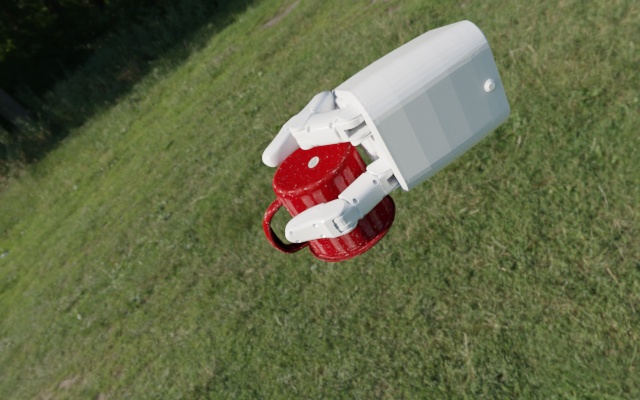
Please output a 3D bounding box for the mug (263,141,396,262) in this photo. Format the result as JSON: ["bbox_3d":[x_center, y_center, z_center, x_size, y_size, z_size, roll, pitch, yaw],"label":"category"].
[{"bbox_3d":[-0.001,0.002,0.435,0.117,0.081,0.093,-34,31,0],"label":"mug"}]
